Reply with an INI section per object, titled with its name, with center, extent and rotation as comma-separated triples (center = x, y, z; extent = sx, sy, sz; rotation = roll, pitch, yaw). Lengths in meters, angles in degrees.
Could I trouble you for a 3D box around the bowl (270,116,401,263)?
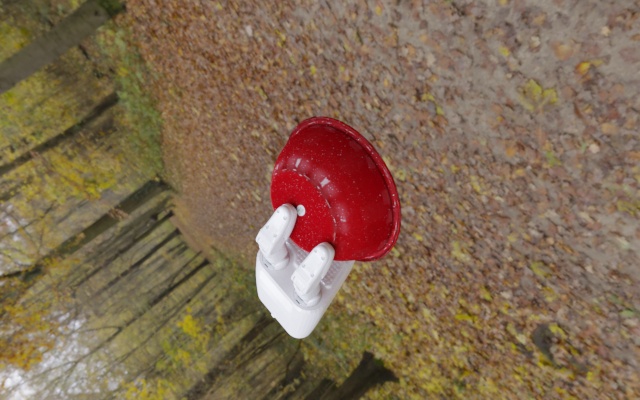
[bowl]
center = 0.000, 0.001, 0.476
extent = 0.055, 0.162, 0.162
rotation = -30, 19, -36
